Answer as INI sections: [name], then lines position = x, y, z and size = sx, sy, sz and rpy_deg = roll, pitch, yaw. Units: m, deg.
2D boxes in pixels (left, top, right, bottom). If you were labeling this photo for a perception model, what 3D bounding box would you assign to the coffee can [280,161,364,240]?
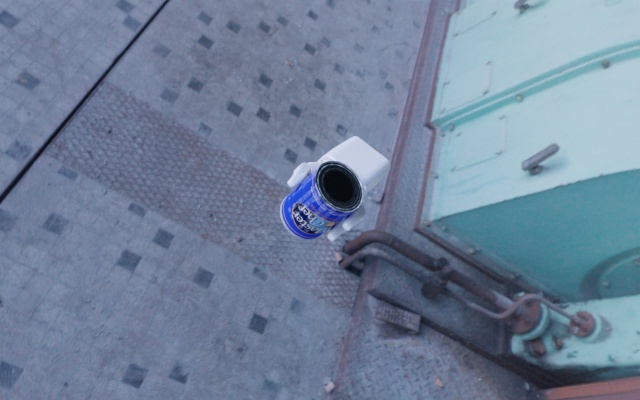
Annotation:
[coffee can]
position = 0.000, 0.003, 0.895
size = 0.103, 0.102, 0.140
rpy_deg = 0, -24, -33
